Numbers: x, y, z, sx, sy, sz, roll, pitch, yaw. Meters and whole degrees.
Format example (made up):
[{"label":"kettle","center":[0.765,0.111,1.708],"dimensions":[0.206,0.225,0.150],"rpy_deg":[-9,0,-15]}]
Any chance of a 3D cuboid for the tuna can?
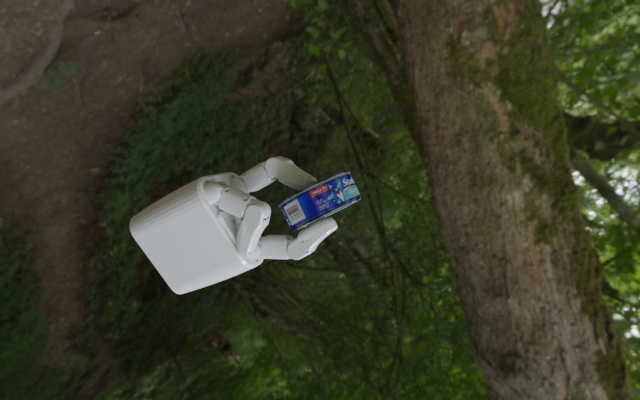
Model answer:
[{"label":"tuna can","center":[0.000,0.002,0.518],"dimensions":[0.086,0.034,0.086],"rpy_deg":[-26,-4,-2]}]
